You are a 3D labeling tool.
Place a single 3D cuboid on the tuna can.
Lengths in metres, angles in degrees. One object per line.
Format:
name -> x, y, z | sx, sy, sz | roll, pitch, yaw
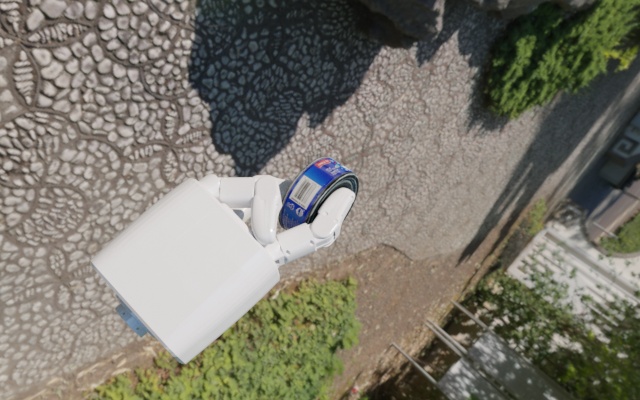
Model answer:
tuna can -> 0.001, 0.002, 0.470 | 0.033, 0.086, 0.086 | 34, 15, 24
